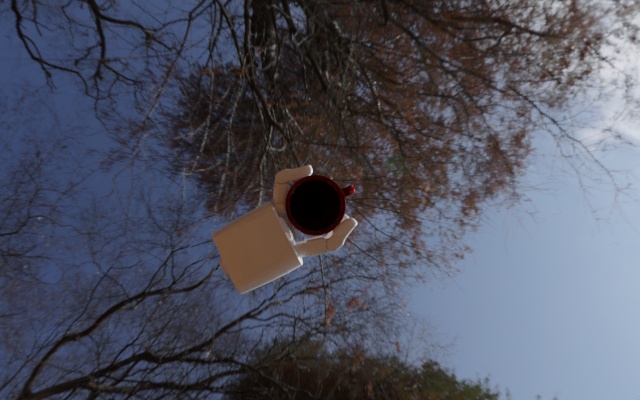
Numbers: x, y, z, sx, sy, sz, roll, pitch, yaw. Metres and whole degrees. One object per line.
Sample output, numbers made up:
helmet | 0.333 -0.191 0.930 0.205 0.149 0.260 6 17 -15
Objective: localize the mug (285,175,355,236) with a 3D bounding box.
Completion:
mug | 0.001 0.002 0.769 0.117 0.093 0.081 -26 2 -5
